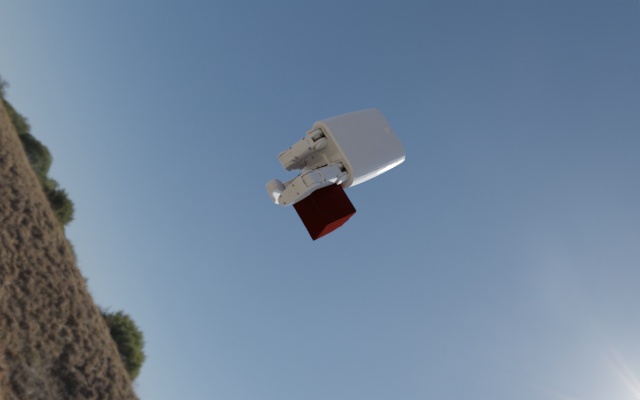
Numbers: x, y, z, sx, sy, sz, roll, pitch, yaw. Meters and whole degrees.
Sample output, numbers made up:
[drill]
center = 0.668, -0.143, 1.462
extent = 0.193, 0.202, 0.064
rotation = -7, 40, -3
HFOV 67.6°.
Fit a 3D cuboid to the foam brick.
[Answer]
[foam brick]
center = 0.000, 0.002, 0.630
extent = 0.051, 0.078, 0.053
rotation = -22, -16, -33
